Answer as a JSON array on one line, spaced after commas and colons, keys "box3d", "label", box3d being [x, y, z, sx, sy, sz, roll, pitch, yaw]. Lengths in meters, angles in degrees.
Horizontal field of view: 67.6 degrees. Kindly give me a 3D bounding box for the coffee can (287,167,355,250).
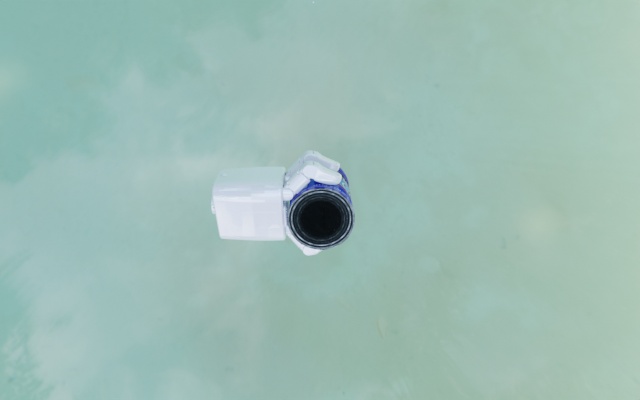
[{"box3d": [0.000, 0.003, 0.780, 0.103, 0.103, 0.140, 0, 23, -1], "label": "coffee can"}]
